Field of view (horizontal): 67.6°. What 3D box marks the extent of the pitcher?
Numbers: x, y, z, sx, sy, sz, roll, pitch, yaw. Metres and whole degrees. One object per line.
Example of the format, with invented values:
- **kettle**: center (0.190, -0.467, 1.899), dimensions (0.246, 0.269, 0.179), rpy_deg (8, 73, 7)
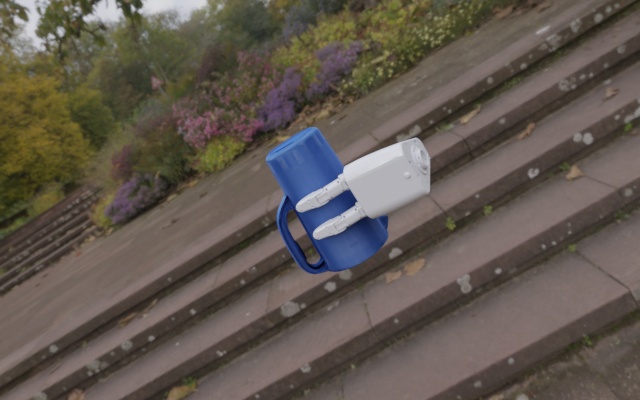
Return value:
- **pitcher**: center (0.000, 0.003, 0.851), dimensions (0.145, 0.243, 0.149), rpy_deg (-24, 15, 33)
